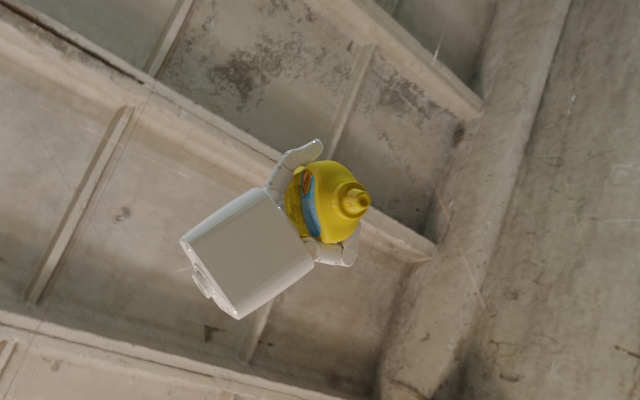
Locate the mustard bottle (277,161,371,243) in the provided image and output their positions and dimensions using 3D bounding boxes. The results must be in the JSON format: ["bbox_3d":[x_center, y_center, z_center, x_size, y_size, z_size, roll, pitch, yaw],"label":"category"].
[{"bbox_3d":[0.000,0.002,0.570,0.058,0.096,0.191,-7,2,-27],"label":"mustard bottle"}]
